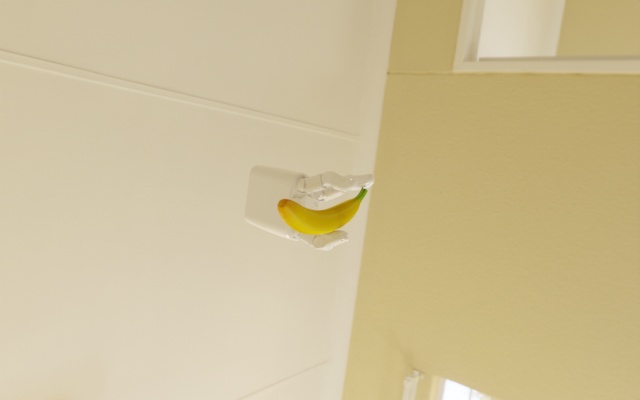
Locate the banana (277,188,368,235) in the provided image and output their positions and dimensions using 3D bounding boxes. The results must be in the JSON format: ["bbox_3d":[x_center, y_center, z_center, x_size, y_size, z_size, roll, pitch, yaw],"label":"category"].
[{"bbox_3d":[0.000,0.020,0.722,0.037,0.070,0.198,19,19,36],"label":"banana"}]
